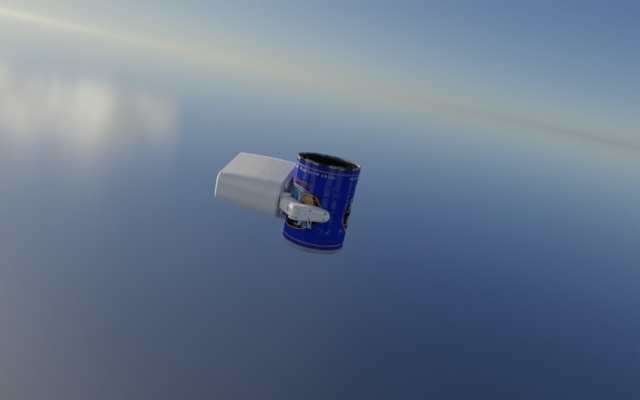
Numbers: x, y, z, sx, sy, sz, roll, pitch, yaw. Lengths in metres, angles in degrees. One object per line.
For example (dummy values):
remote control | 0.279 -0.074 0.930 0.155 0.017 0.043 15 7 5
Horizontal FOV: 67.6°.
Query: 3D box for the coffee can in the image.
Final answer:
coffee can | 0.000 0.003 0.768 0.103 0.140 0.102 11 14 -3
